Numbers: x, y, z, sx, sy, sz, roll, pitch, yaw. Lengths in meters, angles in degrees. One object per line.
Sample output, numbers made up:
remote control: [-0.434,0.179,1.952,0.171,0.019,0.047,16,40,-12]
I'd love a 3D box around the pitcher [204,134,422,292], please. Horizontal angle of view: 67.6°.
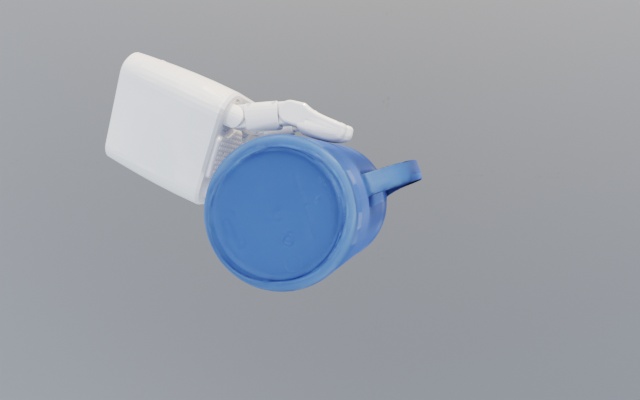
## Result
pitcher: [0.000,0.001,0.432,0.145,0.149,0.243,28,6,7]
